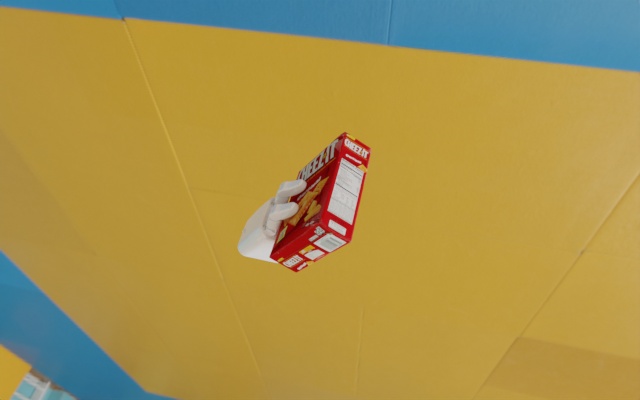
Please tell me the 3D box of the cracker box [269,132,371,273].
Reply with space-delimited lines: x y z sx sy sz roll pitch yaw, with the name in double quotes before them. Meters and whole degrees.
"cracker box" 0.000 0.003 0.857 0.072 0.213 0.164 32 -40 -20
